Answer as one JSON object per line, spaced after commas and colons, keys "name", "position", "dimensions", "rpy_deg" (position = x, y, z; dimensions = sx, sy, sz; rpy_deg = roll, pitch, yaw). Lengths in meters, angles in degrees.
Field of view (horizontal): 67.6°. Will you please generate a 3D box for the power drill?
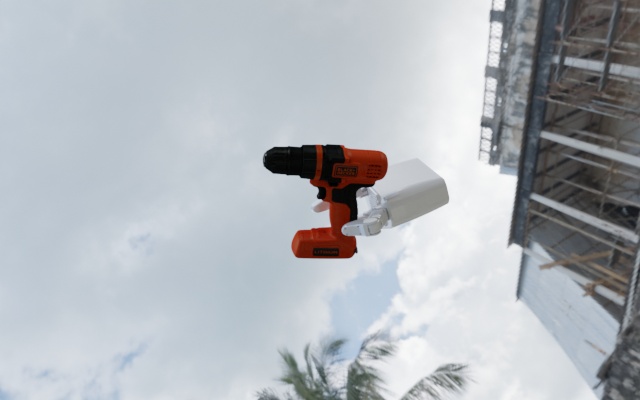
{"name": "power drill", "position": [0.000, 0.003, 0.732], "dimensions": [0.184, 0.188, 0.057], "rpy_deg": [3, 33, -9]}
